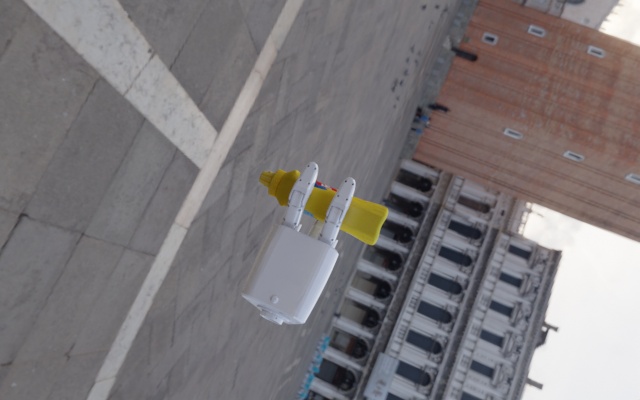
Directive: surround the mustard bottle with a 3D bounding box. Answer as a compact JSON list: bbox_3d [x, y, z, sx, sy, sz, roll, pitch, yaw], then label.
[{"bbox_3d":[0.000,0.002,0.691,0.191,0.058,0.096,23,4,8],"label":"mustard bottle"}]
